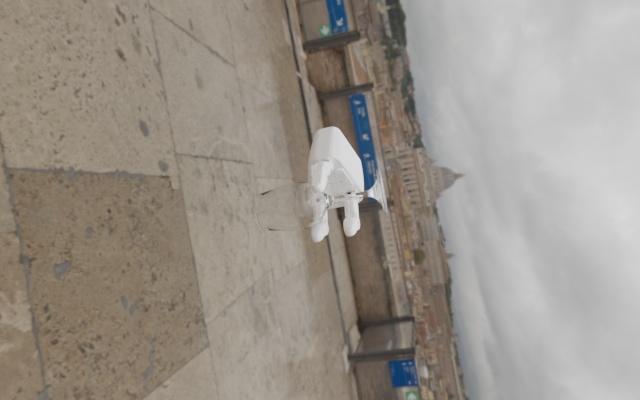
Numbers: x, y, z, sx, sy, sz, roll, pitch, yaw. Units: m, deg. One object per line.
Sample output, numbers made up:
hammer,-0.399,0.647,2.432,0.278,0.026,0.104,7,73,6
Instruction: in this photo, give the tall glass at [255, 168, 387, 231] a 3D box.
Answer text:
tall glass,0.001,0.002,0.757,0.201,0.079,0.079,-10,-2,12
